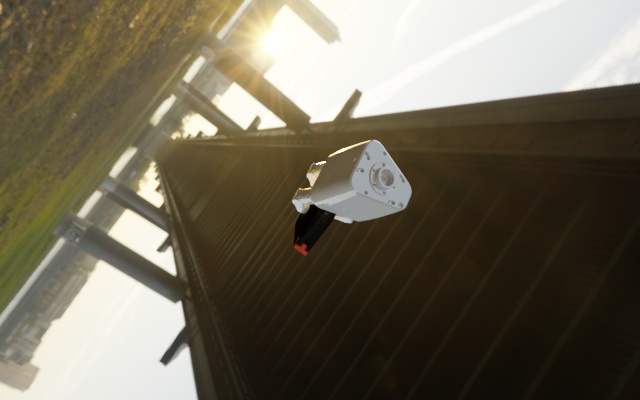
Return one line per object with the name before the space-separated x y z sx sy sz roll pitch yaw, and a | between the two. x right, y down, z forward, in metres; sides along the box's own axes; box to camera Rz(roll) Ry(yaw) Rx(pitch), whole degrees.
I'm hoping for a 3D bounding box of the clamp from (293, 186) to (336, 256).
clamp | 0.001 0.004 0.846 0.036 0.210 0.164 38 -26 -21
